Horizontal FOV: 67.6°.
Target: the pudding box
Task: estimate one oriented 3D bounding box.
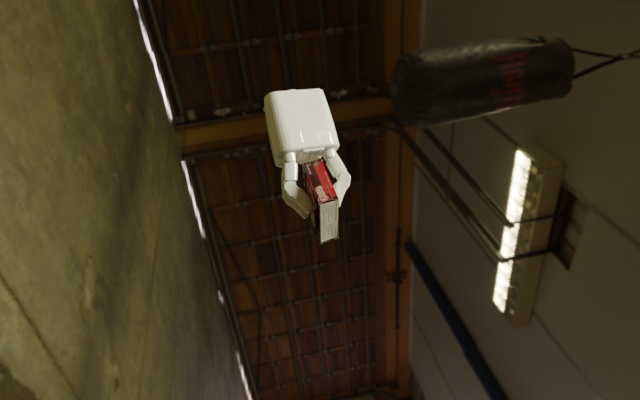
[{"bbox_3d":[0.000,0.002,0.784,0.039,0.090,0.114,-15,-37,-8],"label":"pudding box"}]
